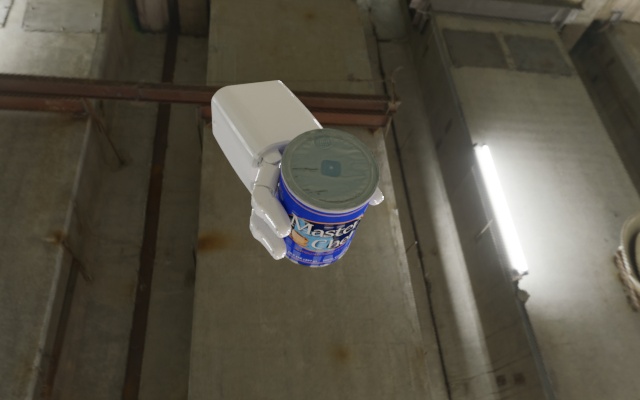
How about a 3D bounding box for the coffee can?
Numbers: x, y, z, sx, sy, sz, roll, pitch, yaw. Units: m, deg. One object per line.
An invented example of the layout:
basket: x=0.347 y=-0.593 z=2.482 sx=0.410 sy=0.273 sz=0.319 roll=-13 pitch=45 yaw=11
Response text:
coffee can: x=0.000 y=0.002 z=0.545 sx=0.103 sy=0.102 sz=0.140 roll=0 pitch=-31 yaw=-11
